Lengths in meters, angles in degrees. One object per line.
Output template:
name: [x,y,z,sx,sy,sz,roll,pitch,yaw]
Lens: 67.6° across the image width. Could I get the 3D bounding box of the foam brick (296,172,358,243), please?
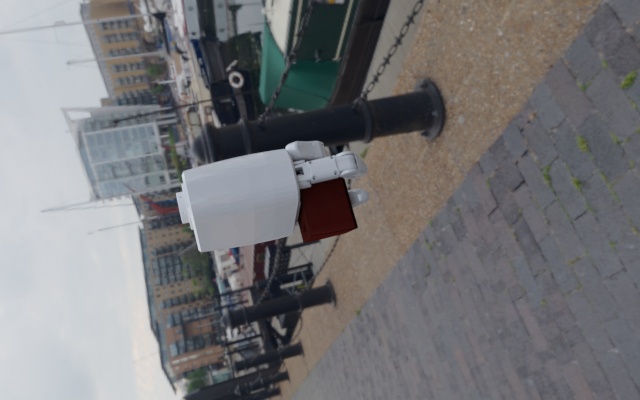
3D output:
foam brick: [0.000,0.002,0.513,0.051,0.078,0.053,-12,-10,-15]
